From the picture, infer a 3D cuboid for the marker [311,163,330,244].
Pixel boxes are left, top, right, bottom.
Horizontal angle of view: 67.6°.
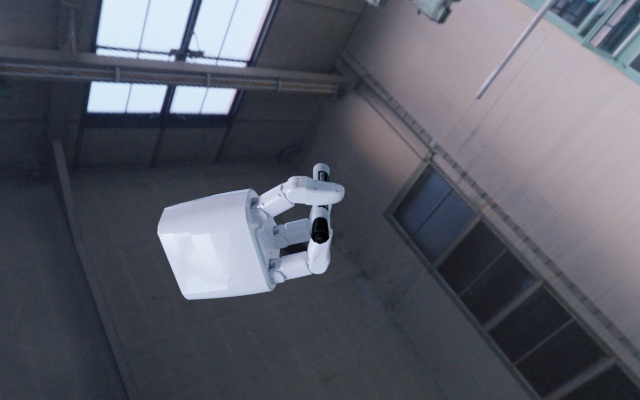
[{"bbox_3d":[0.000,0.002,0.519,0.020,0.020,0.121,0,40,1],"label":"marker"}]
